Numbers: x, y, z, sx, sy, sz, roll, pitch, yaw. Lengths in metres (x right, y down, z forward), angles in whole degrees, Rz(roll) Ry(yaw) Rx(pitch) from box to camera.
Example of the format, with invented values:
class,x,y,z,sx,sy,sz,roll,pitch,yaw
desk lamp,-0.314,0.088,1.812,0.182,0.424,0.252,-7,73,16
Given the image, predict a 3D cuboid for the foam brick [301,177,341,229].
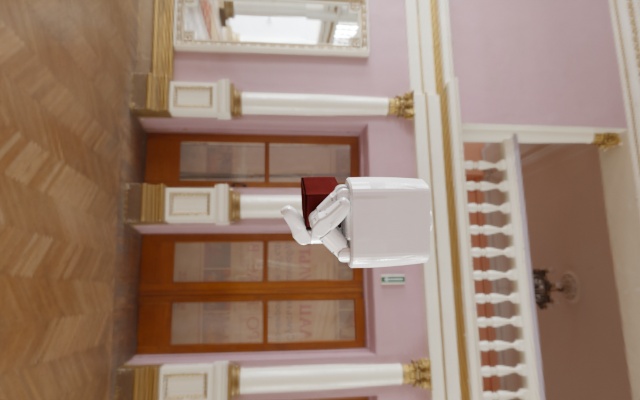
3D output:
class,x,y,z,sx,sy,sz,roll,pitch,yaw
foam brick,0.000,0.002,0.682,0.051,0.053,0.078,-3,22,-5
